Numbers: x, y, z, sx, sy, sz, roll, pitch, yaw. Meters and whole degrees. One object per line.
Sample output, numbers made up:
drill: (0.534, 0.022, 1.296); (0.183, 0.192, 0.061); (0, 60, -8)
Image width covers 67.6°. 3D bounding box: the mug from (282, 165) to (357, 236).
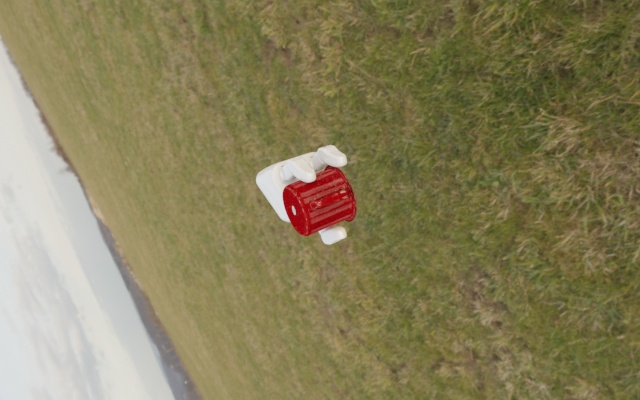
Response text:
mug: (0.001, 0.002, 0.705); (0.081, 0.093, 0.117); (-22, 6, -23)
